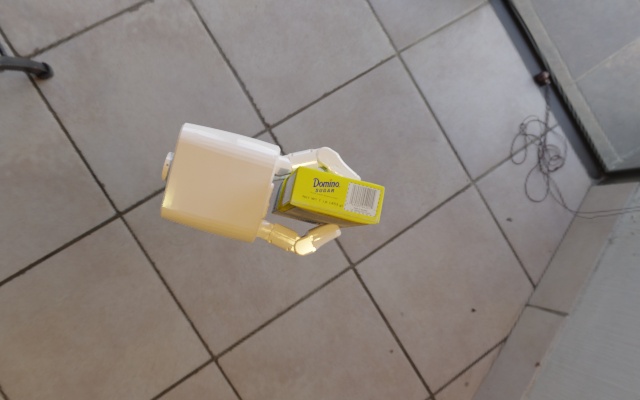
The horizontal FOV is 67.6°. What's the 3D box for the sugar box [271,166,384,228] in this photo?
[{"bbox_3d":[0.000,0.001,0.550,0.093,0.048,0.176,14,-5,-11],"label":"sugar box"}]
